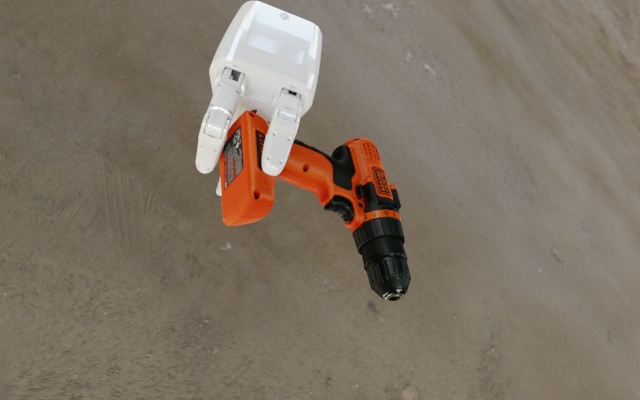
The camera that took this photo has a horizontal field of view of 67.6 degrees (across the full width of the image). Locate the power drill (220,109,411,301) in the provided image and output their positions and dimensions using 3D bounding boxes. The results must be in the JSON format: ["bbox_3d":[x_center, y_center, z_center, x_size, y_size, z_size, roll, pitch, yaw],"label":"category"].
[{"bbox_3d":[0.000,0.001,0.455,0.188,0.184,0.057,16,-42,-35],"label":"power drill"}]
